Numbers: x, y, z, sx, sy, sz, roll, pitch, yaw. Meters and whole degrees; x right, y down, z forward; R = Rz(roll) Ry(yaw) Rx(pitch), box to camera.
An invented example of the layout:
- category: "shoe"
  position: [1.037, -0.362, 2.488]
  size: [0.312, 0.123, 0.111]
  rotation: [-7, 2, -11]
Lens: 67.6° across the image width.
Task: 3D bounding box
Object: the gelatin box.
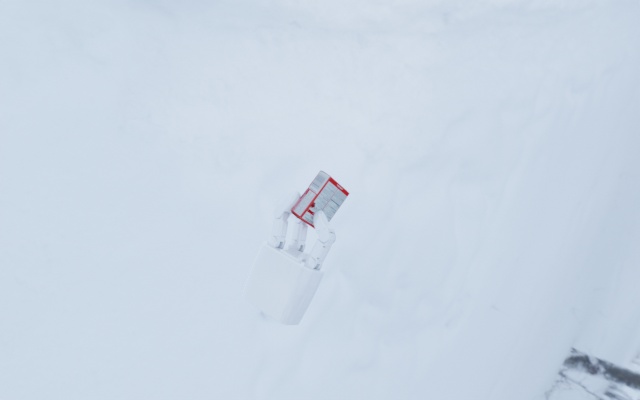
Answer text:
- category: "gelatin box"
  position: [0.001, 0.003, 0.821]
  size: [0.030, 0.089, 0.073]
  rotation: [36, 0, 38]
